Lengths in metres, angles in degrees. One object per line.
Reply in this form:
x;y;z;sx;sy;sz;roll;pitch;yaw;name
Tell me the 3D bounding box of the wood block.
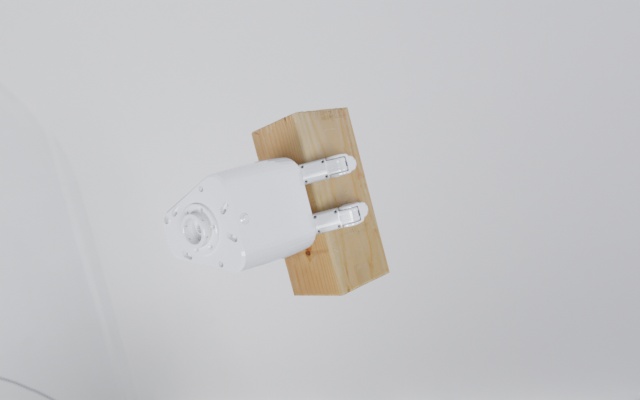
0.000;0.002;0.579;0.090;0.206;0.091;-16;3;-43;wood block
